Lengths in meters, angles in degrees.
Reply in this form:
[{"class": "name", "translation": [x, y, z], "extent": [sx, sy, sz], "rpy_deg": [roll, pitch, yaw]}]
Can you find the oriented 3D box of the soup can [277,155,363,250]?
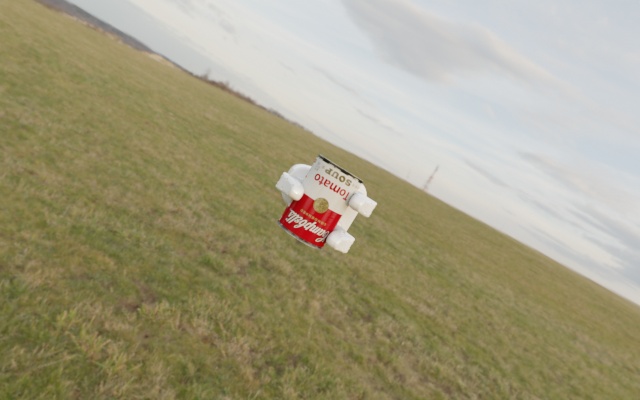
[{"class": "soup can", "translation": [0.000, 0.002, 0.604], "extent": [0.068, 0.102, 0.068], "rpy_deg": [31, 5, -3]}]
